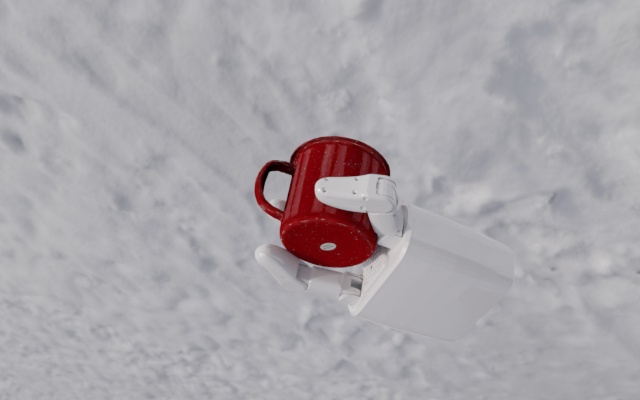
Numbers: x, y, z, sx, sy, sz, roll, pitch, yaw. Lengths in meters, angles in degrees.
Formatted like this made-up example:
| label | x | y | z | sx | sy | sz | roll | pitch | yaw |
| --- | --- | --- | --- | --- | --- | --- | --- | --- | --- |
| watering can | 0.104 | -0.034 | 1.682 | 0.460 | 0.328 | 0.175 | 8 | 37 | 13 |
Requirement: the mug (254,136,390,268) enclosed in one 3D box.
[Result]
| label | x | y | z | sx | sy | sz | roll | pitch | yaw |
| --- | --- | --- | --- | --- | --- | --- | --- | --- | --- |
| mug | -0.001 | 0.001 | 0.412 | 0.117 | 0.081 | 0.093 | 19 | -36 | -11 |
